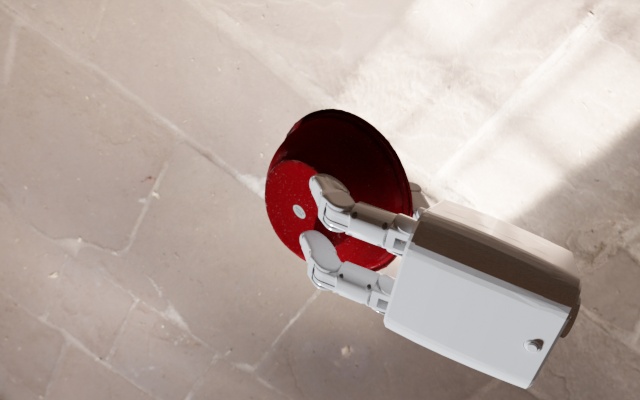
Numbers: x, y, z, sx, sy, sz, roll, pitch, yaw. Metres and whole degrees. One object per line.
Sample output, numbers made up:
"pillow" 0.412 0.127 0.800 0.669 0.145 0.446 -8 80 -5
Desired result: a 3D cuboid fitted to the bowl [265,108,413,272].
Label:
"bowl" -0.001 0.001 0.434 0.162 0.162 0.055 0 16 43
